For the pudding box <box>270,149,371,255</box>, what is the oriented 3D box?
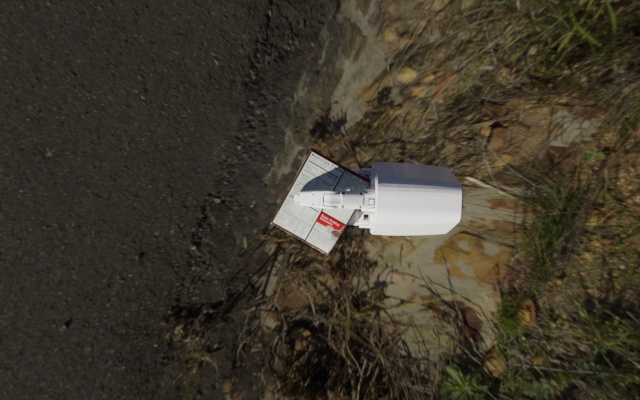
[{"bbox_3d":[0.000,0.002,0.625,0.090,0.113,0.039,30,3,0],"label":"pudding box"}]
